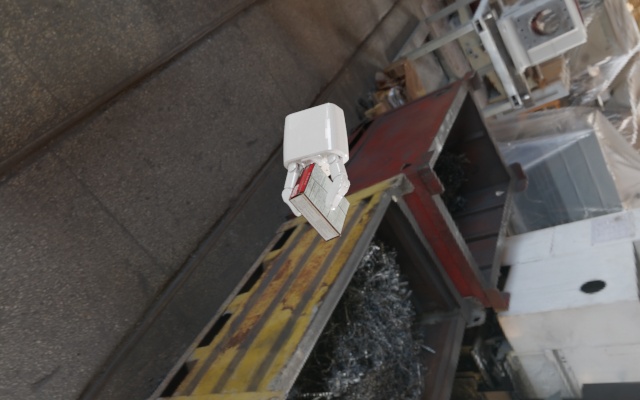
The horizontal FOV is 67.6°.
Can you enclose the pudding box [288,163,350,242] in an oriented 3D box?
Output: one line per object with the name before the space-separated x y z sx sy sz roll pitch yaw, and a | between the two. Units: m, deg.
pudding box | 0.000 0.003 0.843 0.039 0.113 0.090 -25 29 34
